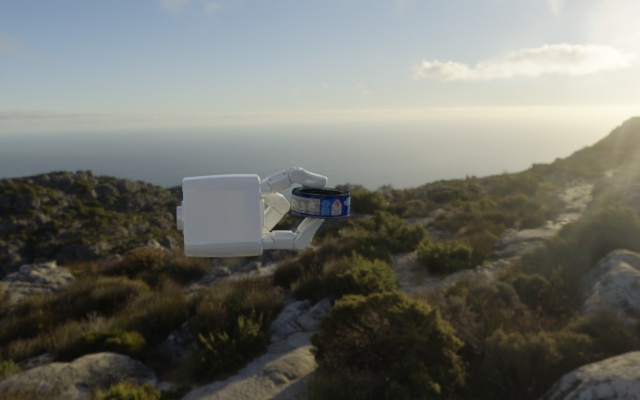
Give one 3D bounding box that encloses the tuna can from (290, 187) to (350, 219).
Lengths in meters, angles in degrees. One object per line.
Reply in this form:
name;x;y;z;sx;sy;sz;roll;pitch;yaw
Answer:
tuna can;0.000;0.002;0.686;0.086;0.034;0.086;4;9;-1
